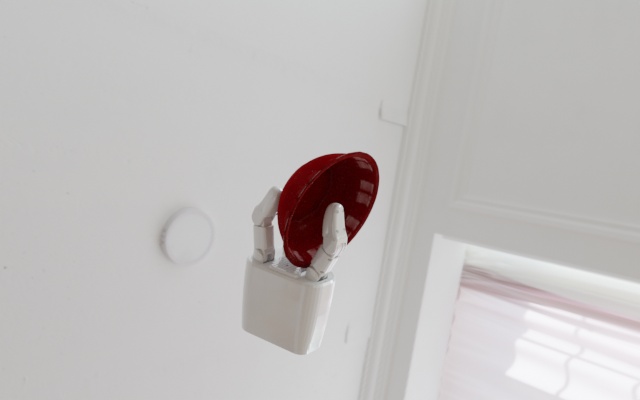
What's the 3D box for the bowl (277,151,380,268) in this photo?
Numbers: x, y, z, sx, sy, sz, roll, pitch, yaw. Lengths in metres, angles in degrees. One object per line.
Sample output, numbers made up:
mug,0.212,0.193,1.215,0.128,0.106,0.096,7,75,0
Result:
bowl,0.000,0.001,0.591,0.055,0.162,0.162,36,21,33
